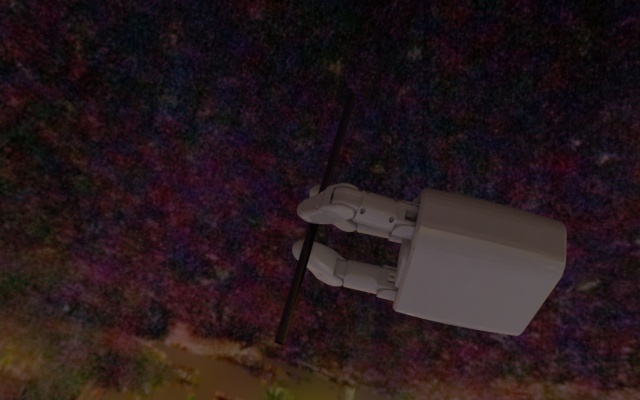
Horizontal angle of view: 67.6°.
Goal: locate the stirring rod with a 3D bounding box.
[{"bbox_3d":[0.000,0.001,0.403,0.011,0.239,0.011,13,-27,7],"label":"stirring rod"}]
